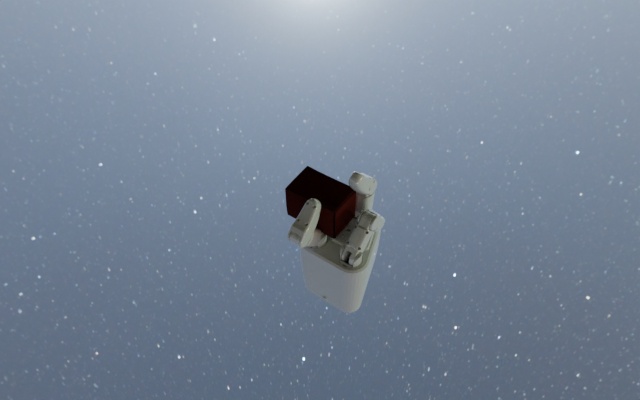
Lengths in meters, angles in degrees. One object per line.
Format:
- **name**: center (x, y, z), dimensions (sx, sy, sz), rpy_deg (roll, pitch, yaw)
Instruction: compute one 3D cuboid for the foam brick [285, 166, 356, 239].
- **foam brick**: center (0.000, 0.002, 0.619), dimensions (0.078, 0.051, 0.053), rpy_deg (27, 53, 24)
